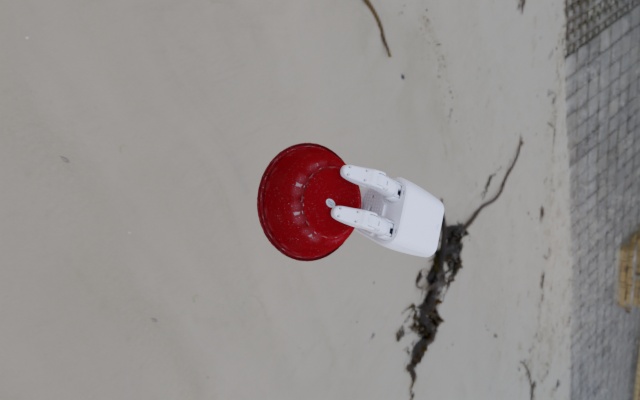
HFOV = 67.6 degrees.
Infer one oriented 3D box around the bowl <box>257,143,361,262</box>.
[{"bbox_3d":[-0.001,0.002,0.628,0.162,0.162,0.055,0,0,-34],"label":"bowl"}]
